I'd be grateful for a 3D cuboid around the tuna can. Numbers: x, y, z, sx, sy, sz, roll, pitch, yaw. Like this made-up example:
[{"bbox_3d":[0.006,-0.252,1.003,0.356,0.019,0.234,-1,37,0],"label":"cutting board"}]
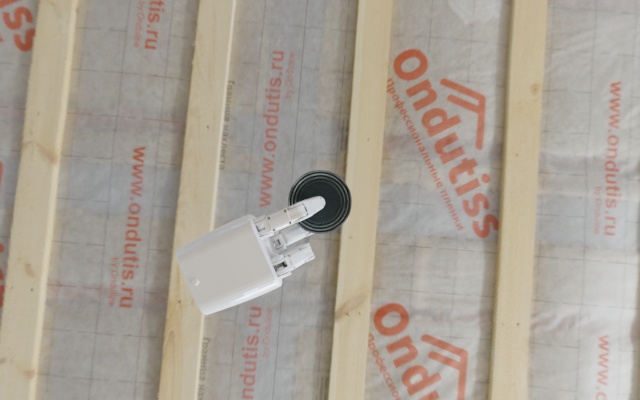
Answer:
[{"bbox_3d":[0.000,0.002,0.653,0.086,0.086,0.034,0,-1,3],"label":"tuna can"}]
